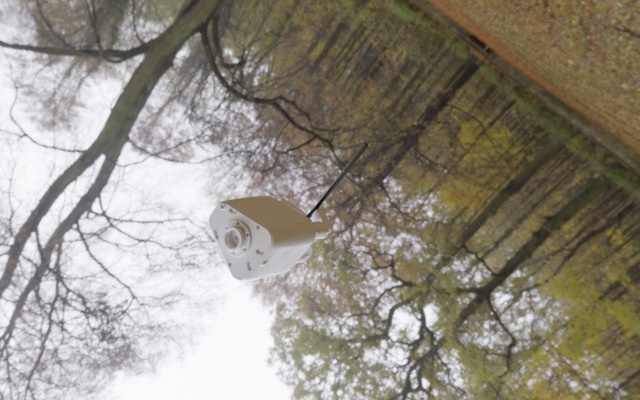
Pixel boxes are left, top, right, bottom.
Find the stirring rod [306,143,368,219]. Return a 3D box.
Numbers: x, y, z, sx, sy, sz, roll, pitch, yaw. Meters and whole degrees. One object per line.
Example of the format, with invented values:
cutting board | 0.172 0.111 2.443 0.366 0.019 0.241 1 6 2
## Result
stirring rod | 0.000 0.002 0.772 0.011 0.239 0.011 32 22 -15
